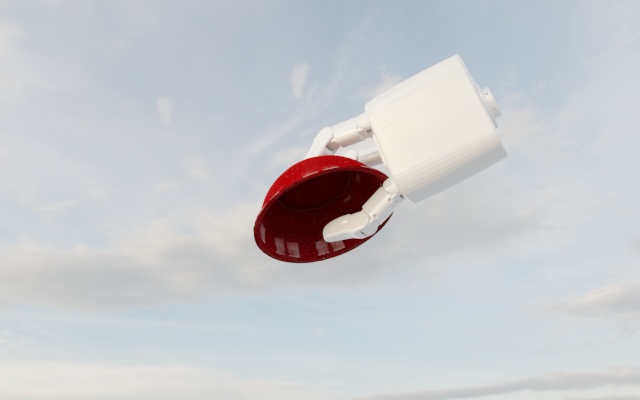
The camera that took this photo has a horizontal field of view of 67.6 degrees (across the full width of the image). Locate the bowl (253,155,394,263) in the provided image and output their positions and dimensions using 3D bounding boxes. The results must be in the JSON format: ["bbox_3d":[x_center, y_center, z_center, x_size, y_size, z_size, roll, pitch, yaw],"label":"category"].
[{"bbox_3d":[-0.001,0.002,0.529,0.162,0.055,0.162,-14,-38,-11],"label":"bowl"}]
